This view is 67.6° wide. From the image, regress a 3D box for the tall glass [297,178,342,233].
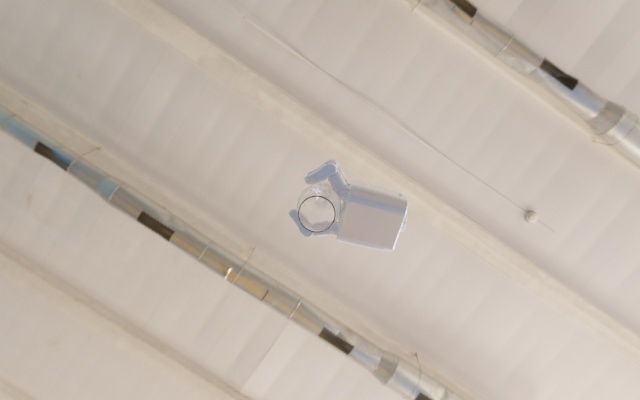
[{"bbox_3d":[0.000,0.003,0.871,0.079,0.079,0.201,0,11,4],"label":"tall glass"}]
